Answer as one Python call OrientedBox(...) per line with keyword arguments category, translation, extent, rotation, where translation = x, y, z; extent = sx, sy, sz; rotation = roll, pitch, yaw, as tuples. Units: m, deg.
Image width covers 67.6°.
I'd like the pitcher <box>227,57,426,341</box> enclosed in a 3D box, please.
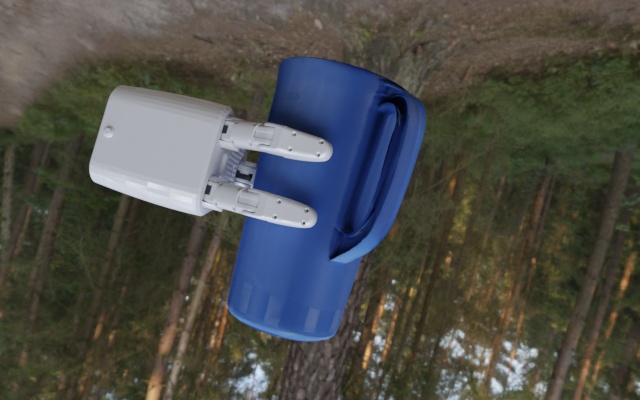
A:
OrientedBox(category="pitcher", translation=(0.000, 0.001, 0.444), extent=(0.145, 0.243, 0.149), rotation=(15, -1, 7))
